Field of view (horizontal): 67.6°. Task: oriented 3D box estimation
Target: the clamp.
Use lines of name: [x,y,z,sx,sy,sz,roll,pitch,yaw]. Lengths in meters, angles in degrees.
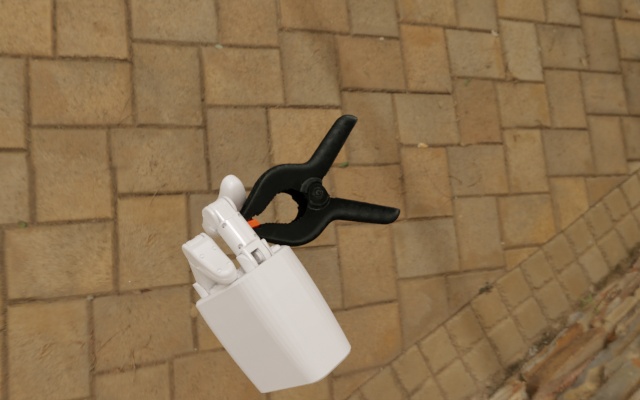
clamp: [0.000,0.001,0.464,0.171,0.120,0.039,-35,-1,-23]
